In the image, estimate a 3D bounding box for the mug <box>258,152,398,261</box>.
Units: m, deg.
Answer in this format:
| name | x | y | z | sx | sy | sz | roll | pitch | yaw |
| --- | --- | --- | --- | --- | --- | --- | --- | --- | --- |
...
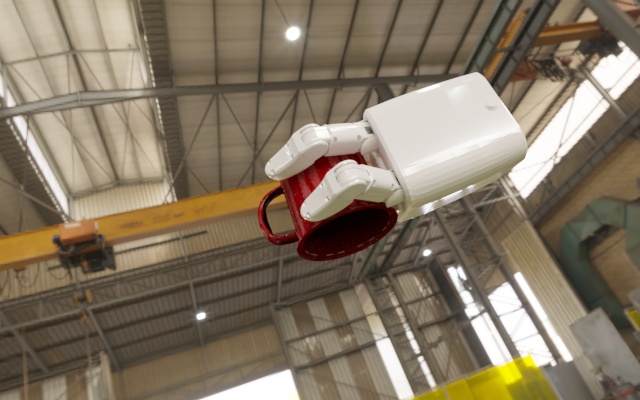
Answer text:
| name | x | y | z | sx | sy | sz | roll | pitch | yaw |
| --- | --- | --- | --- | --- | --- | --- | --- | --- | --- |
| mug | -0.001 | 0.002 | 0.431 | 0.117 | 0.081 | 0.093 | -20 | -28 | -2 |
